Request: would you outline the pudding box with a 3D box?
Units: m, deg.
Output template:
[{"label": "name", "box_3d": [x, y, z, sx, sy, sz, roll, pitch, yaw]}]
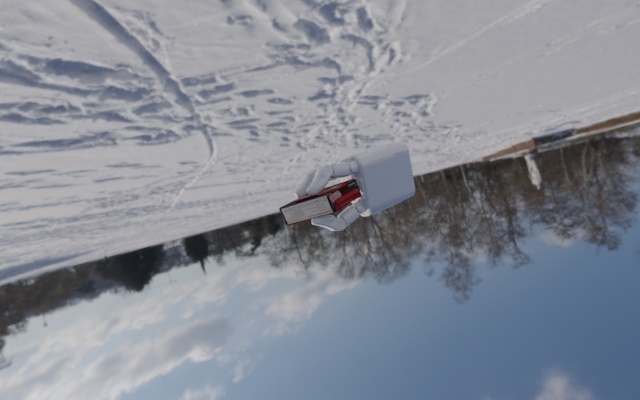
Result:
[{"label": "pudding box", "box_3d": [0.000, 0.003, 0.816, 0.113, 0.039, 0.090, -19, 5, 40]}]
